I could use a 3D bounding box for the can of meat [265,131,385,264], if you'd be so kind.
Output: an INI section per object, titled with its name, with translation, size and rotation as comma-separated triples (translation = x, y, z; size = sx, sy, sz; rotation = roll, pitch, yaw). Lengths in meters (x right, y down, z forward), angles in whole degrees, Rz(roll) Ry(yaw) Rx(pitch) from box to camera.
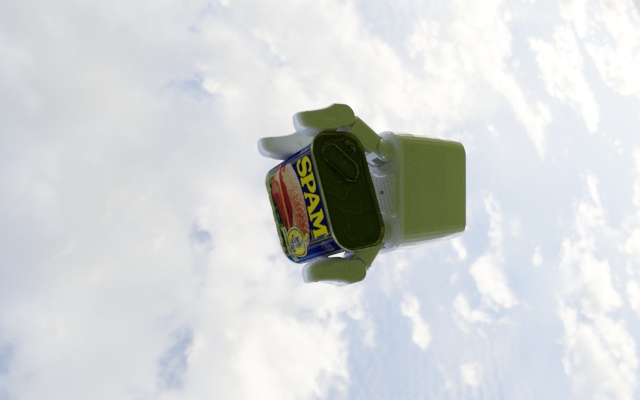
[can of meat]
translation = 0.000, 0.002, 0.424
size = 0.057, 0.102, 0.084
rotation = -7, -11, -38
